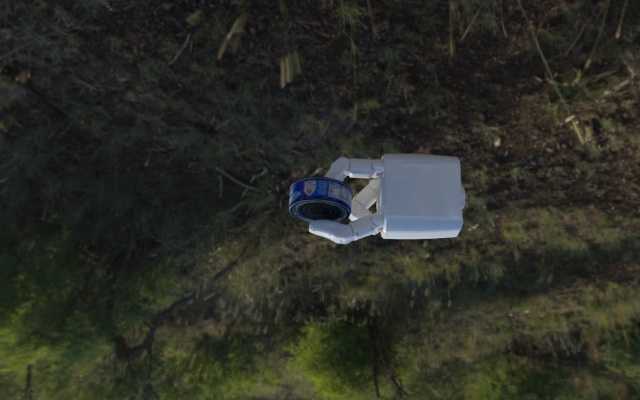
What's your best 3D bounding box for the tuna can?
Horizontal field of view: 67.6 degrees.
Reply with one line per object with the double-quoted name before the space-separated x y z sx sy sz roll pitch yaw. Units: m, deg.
"tuna can" 0.000 0.003 0.647 0.086 0.033 0.086 4 -25 2
